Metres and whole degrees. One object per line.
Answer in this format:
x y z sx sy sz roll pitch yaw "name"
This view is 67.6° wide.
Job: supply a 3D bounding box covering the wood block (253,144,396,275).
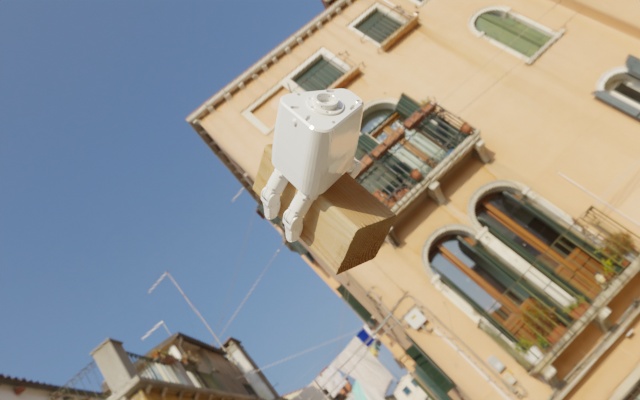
0.000 0.002 0.722 0.091 0.090 0.206 -16 48 -42 "wood block"
